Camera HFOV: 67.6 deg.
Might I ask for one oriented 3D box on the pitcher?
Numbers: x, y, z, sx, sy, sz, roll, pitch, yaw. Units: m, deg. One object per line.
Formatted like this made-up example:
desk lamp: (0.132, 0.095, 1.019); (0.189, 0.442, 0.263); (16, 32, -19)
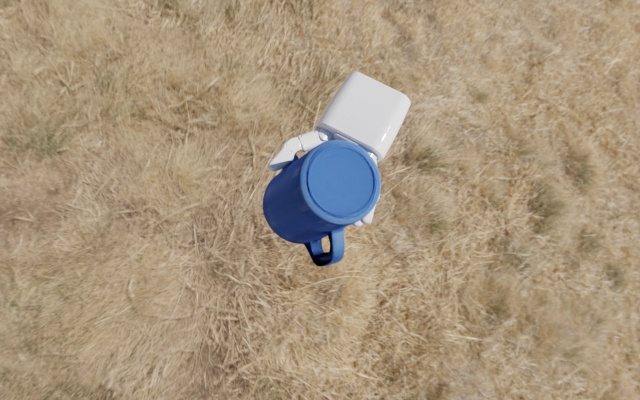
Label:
pitcher: (0.000, 0.002, 0.698); (0.149, 0.145, 0.243); (33, -14, -8)
